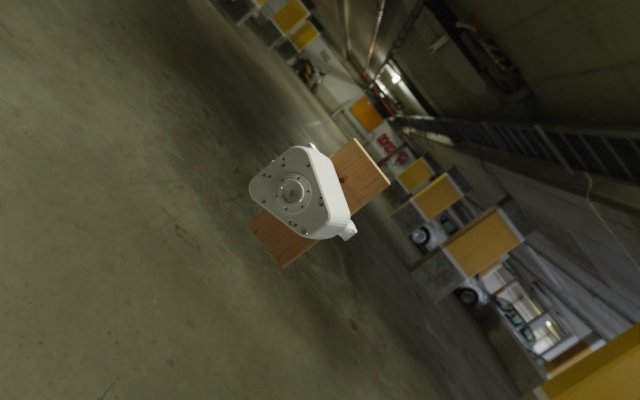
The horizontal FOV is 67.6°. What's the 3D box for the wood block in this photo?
[{"bbox_3d":[0.000,0.003,0.749,0.206,0.091,0.090,-38,0,10],"label":"wood block"}]
